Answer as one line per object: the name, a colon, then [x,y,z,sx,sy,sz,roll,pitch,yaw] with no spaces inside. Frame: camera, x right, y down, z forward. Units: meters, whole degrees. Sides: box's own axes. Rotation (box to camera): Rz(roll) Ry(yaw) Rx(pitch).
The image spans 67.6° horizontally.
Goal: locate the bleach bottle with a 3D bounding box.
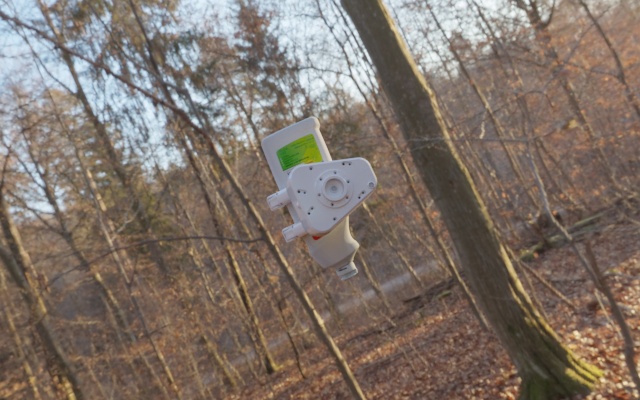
bleach bottle: [0.000,0.002,0.756,0.102,0.251,0.068,-25,-2,-4]
